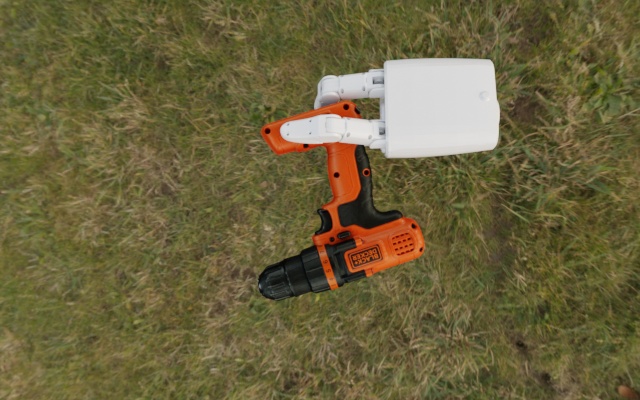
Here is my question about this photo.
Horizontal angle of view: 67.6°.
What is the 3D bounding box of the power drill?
[{"bbox_3d":[0.000,0.001,0.511,0.184,0.187,0.057,-18,4,-2],"label":"power drill"}]
